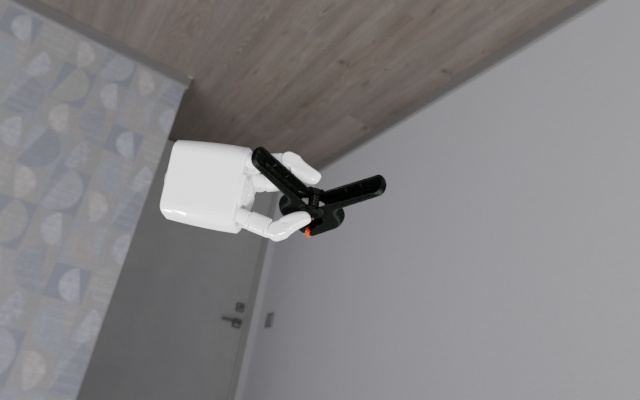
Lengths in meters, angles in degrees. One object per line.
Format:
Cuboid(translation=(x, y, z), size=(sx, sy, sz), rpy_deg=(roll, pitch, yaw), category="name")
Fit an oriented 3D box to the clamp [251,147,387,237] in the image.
Cuboid(translation=(0.000, 0.003, 0.647), size=(0.164, 0.036, 0.210), rpy_deg=(11, -25, 7), category="clamp")
